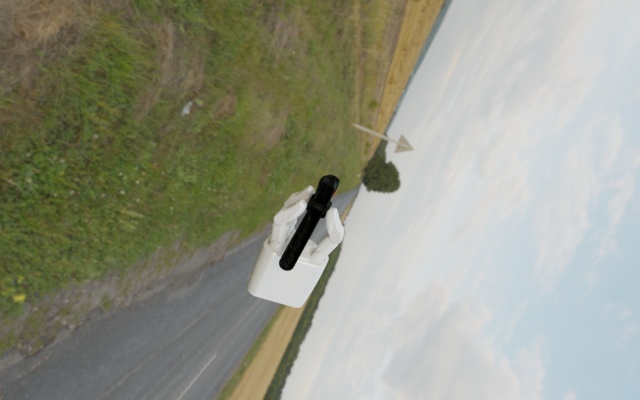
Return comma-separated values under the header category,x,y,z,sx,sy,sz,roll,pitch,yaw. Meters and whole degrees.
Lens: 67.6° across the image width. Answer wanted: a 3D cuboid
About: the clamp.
category,x,y,z,sx,sy,sz,roll,pitch,yaw
clamp,0.001,0.003,0.773,0.036,0.165,0.210,29,28,1
